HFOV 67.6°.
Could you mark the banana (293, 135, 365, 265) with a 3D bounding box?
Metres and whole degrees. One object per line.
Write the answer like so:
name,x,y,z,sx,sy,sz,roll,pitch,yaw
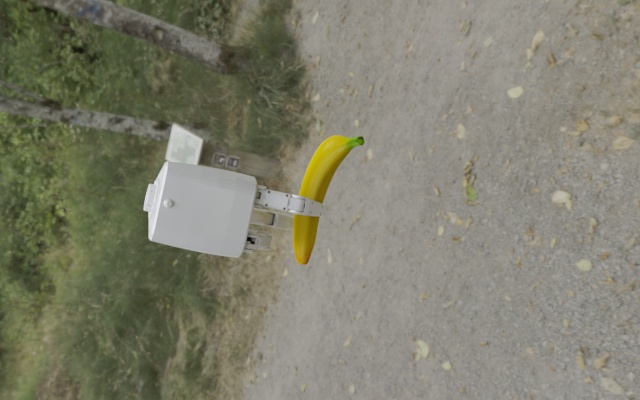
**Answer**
banana,-0.004,-0.010,0.644,0.037,0.198,0.069,12,24,-24
